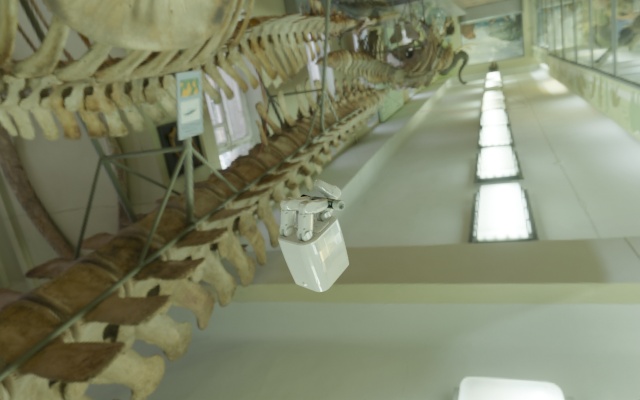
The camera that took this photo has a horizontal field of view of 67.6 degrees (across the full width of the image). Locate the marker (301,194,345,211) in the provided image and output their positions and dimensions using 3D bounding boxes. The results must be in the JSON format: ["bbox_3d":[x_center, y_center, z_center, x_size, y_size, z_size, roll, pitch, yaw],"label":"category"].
[{"bbox_3d":[0.000,0.003,0.899,0.020,0.020,0.121,0,6,-39],"label":"marker"}]
